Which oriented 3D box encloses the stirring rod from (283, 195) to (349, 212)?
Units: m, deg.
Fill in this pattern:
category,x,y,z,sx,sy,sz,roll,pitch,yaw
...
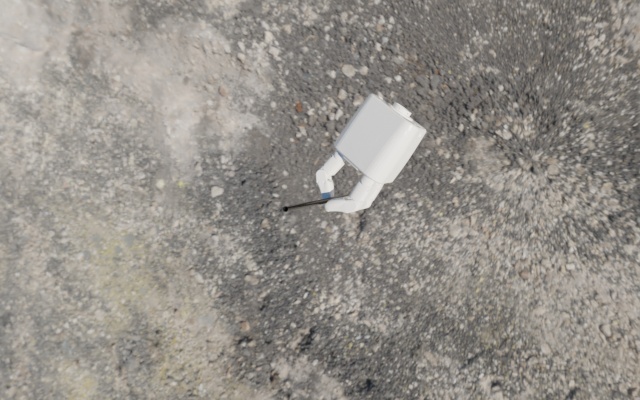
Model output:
category,x,y,z,sx,sy,sz,roll,pitch,yaw
stirring rod,0.000,0.002,0.768,0.011,0.011,0.239,0,4,24
